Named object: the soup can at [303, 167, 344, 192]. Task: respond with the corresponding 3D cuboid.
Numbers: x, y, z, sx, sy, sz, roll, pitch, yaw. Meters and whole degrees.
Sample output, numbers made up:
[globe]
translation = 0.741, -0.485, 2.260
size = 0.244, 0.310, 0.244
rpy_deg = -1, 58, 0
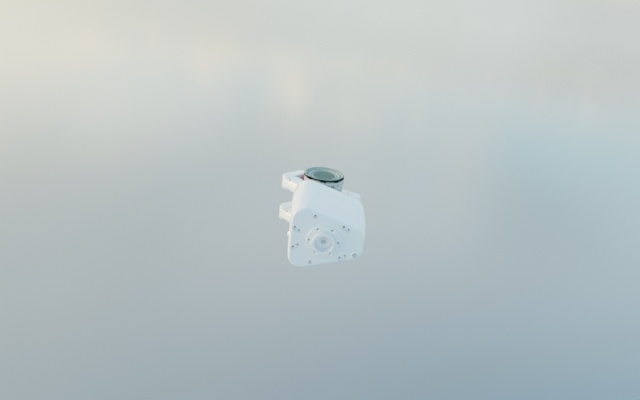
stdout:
[soup can]
translation = 0.000, 0.002, 0.796
size = 0.068, 0.102, 0.068
rpy_deg = 6, 22, -2
